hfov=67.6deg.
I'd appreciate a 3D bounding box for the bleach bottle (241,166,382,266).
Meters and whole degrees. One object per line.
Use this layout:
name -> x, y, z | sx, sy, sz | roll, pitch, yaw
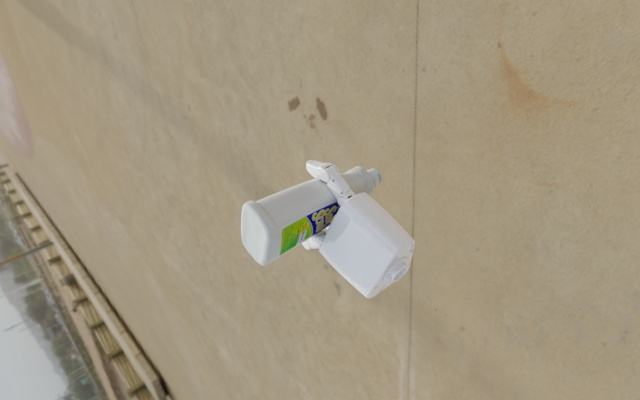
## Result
bleach bottle -> 0.000, 0.002, 0.731 | 0.250, 0.103, 0.068 | -28, 59, -32
